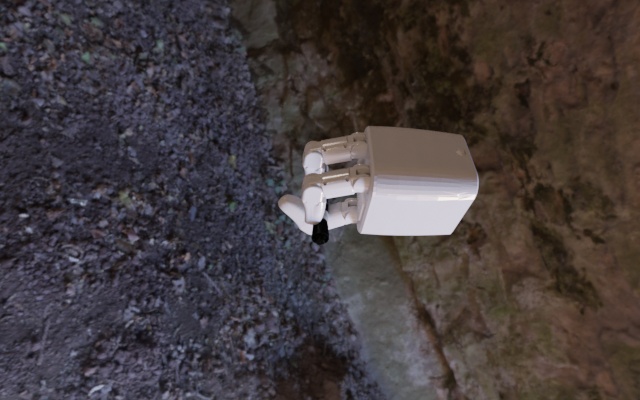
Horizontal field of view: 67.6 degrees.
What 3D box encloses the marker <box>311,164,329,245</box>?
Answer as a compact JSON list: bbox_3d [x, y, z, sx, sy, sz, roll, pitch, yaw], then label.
[{"bbox_3d":[0.000,0.002,0.538,0.020,0.020,0.121,0,44,0],"label":"marker"}]
